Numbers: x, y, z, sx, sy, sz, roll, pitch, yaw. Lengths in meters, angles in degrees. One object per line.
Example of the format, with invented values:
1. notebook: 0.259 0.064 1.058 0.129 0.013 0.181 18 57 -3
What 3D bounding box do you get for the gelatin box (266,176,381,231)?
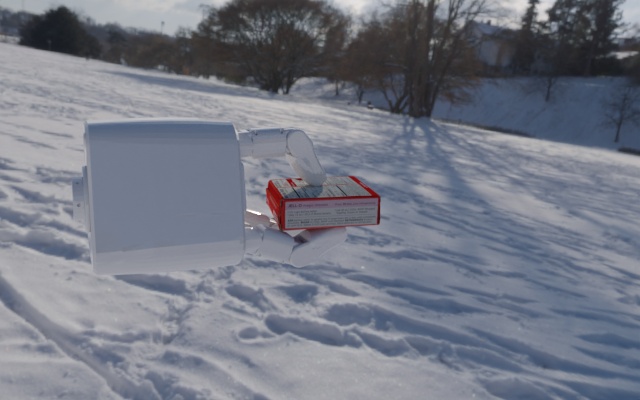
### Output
1. gelatin box: 0.000 0.001 0.429 0.089 0.030 0.073 -3 17 -14
